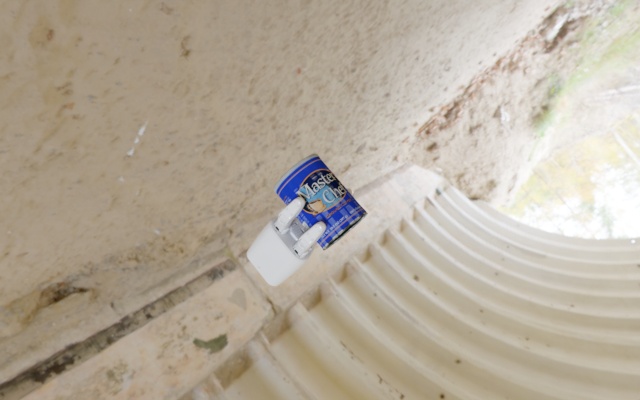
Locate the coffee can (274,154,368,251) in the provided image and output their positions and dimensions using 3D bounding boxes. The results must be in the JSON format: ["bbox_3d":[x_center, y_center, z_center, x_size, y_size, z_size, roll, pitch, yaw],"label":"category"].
[{"bbox_3d":[0.000,0.003,0.847,0.103,0.140,0.103,-39,-9,-7],"label":"coffee can"}]
